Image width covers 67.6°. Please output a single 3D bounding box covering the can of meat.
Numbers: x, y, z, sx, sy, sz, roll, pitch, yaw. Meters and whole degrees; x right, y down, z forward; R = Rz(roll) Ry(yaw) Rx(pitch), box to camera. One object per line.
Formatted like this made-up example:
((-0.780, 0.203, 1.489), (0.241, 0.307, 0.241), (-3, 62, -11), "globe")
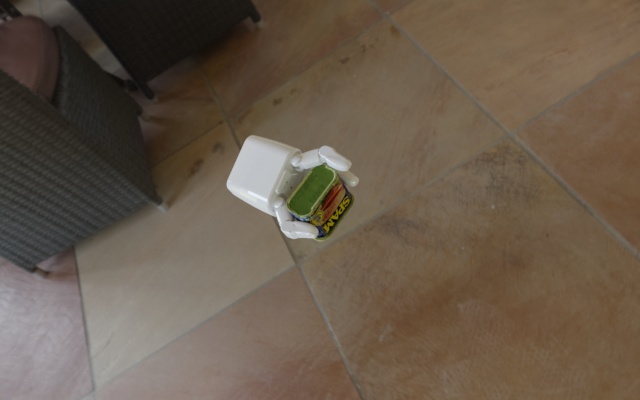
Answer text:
((0.000, 0.002, 0.778), (0.057, 0.102, 0.084), (27, -16, 34), "can of meat")
